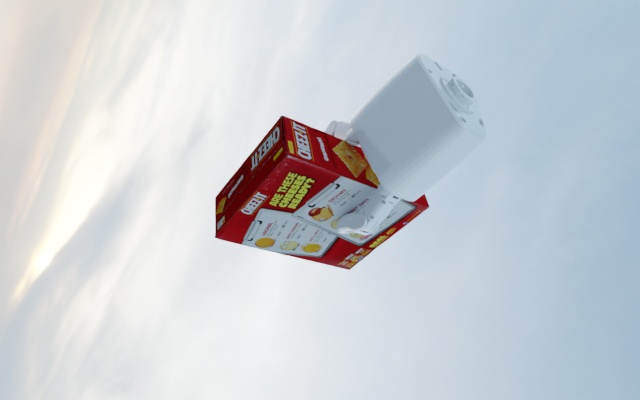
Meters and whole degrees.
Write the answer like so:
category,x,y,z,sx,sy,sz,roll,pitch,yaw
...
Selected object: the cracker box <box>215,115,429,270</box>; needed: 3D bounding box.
category,x,y,z,sx,sy,sz,roll,pitch,yaw
cracker box,0.000,0.002,0.597,0.214,0.072,0.164,18,-46,-33
